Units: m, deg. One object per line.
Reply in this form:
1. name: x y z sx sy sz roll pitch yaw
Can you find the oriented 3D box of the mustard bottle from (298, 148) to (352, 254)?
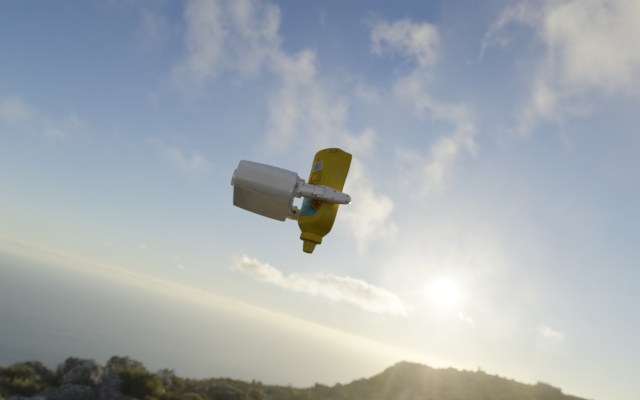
1. mustard bottle: 0.001 0.003 0.870 0.058 0.191 0.096 23 -16 -27
